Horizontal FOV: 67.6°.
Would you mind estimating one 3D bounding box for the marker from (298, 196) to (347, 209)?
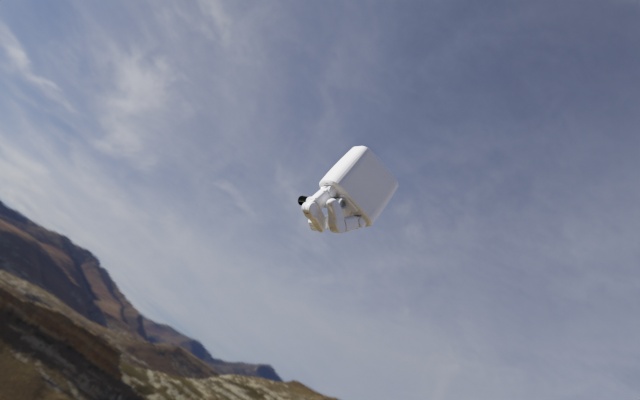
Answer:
[{"bbox_3d":[0.000,0.003,0.857,0.020,0.020,0.121,0,2,-41],"label":"marker"}]
